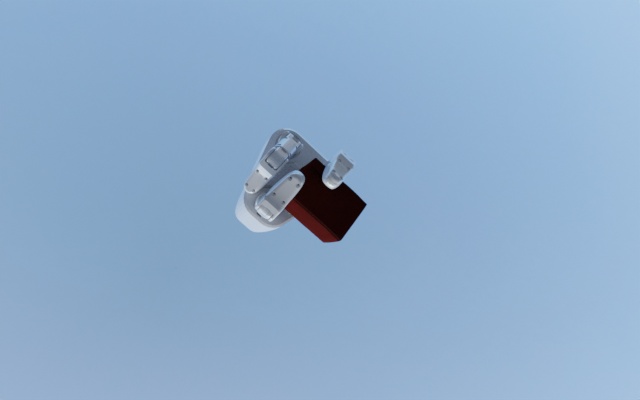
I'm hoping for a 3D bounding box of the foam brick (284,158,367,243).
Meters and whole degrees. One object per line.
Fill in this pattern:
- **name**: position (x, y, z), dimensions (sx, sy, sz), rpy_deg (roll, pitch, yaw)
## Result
- **foam brick**: position (0.000, 0.002, 0.519), dimensions (0.078, 0.053, 0.051), rpy_deg (43, -19, -7)
